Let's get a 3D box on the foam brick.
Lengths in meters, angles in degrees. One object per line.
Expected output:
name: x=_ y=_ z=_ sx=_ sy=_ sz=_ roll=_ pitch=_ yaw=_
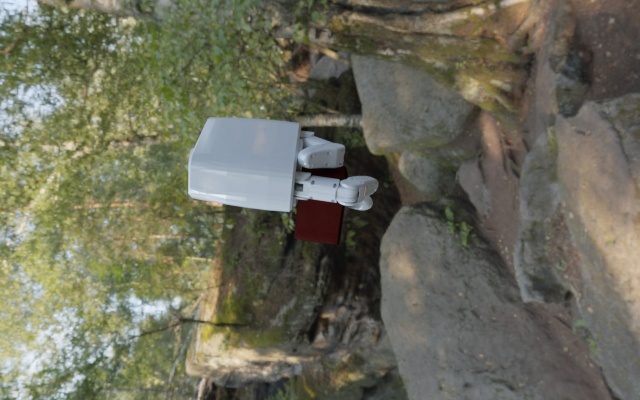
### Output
foam brick: x=0.000 y=0.002 z=0.532 sx=0.051 sy=0.078 sz=0.053 roll=6 pitch=20 yaw=-3
